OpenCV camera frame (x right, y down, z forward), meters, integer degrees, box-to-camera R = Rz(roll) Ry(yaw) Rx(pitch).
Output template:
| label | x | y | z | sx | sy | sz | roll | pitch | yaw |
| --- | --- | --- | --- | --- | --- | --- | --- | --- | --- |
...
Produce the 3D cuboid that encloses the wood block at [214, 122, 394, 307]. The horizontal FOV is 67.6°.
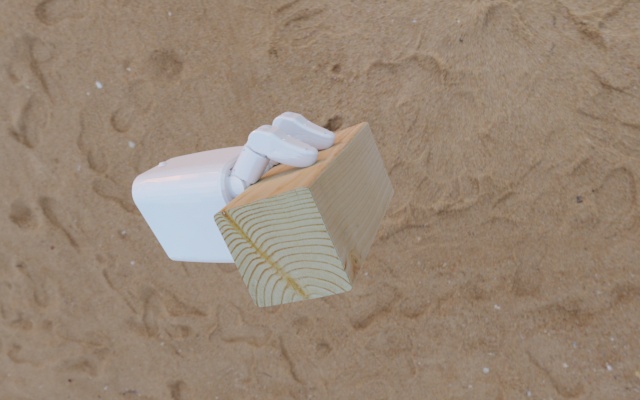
| label | x | y | z | sx | sy | sz | roll | pitch | yaw |
| --- | --- | --- | --- | --- | --- | --- | --- | --- | --- |
| wood block | 0.000 | 0.002 | 0.457 | 0.090 | 0.091 | 0.206 | -16 | 16 | 24 |
